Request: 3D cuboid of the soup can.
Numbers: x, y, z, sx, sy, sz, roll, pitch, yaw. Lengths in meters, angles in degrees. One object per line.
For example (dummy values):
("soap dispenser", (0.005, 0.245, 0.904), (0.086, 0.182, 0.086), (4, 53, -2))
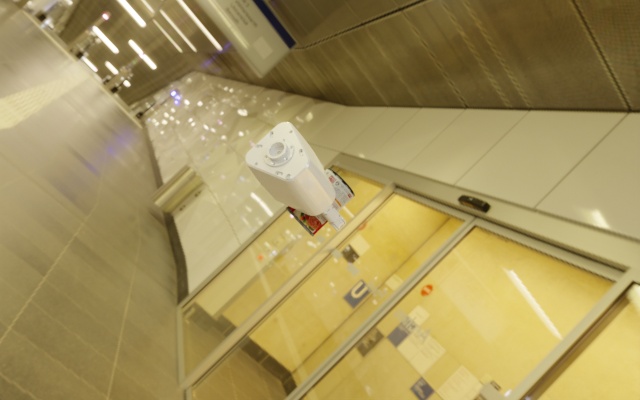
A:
("soup can", (0.001, 0.003, 0.817), (0.102, 0.068, 0.068), (-44, 4, -5))
